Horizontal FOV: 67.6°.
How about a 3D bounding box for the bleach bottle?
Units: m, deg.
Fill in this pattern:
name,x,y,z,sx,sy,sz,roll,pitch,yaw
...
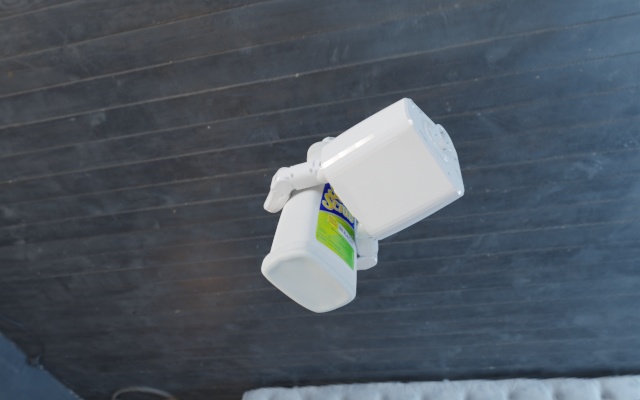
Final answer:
name,x,y,z,sx,sy,sz,roll,pitch,yaw
bleach bottle,0.000,0.002,0.569,0.068,0.250,0.103,-28,-56,28
